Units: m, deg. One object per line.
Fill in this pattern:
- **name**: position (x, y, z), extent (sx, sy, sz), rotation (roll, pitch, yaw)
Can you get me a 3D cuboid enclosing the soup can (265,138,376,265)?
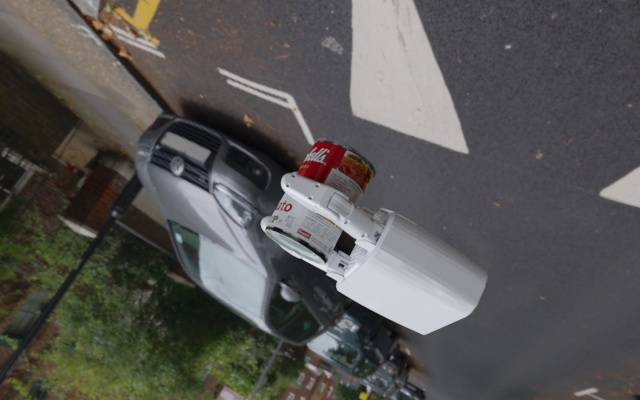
- **soup can**: position (0.000, 0.001, 0.457), extent (0.068, 0.102, 0.068), rotation (27, -16, 8)
